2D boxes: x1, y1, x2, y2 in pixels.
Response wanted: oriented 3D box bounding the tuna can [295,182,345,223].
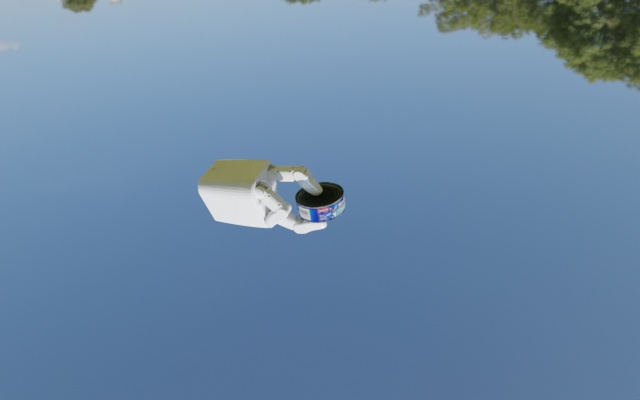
[{"bbox_3d":[0.000,0.003,0.832,0.086,0.034,0.086,-7,31,4],"label":"tuna can"}]
